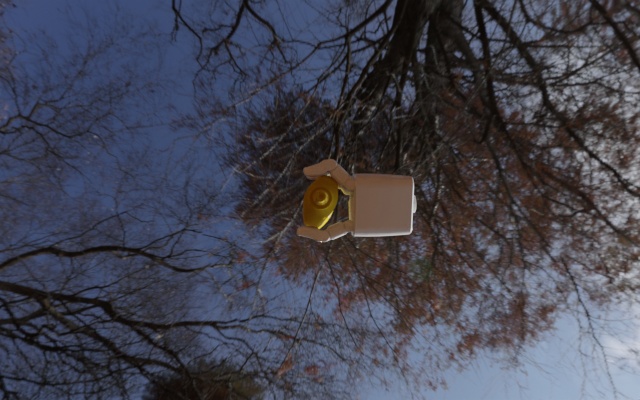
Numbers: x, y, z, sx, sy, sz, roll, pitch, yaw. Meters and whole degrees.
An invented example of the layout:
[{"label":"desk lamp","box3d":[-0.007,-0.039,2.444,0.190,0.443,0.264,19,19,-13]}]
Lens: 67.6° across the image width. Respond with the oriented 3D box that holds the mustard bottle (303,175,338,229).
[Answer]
[{"label":"mustard bottle","box3d":[0.000,0.003,0.881,0.058,0.096,0.191,24,-5,1]}]
